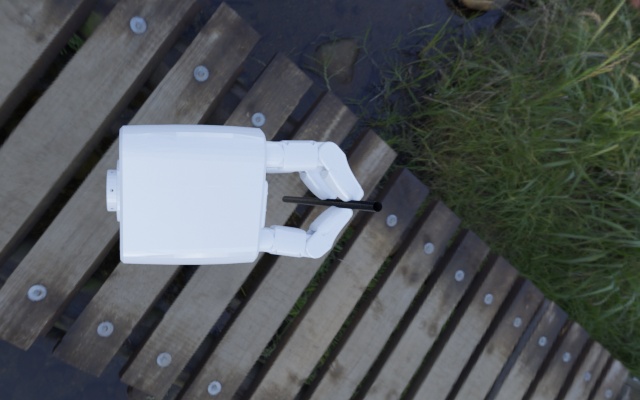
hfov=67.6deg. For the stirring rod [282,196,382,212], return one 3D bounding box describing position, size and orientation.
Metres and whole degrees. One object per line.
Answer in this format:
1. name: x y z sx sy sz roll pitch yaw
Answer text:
1. stirring rod: 0.000 0.002 0.475 0.011 0.011 0.239 0 2 -21
